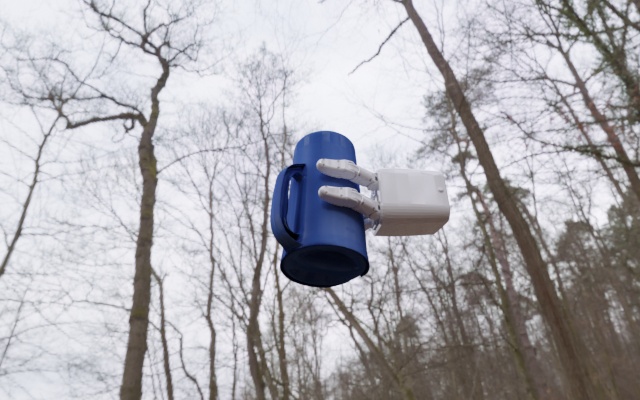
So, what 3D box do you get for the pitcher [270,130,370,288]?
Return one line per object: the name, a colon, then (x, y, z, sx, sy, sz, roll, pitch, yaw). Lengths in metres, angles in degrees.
pitcher: (0.000, 0.003, 0.762, 0.145, 0.242, 0.149, 1, -36, -1)
